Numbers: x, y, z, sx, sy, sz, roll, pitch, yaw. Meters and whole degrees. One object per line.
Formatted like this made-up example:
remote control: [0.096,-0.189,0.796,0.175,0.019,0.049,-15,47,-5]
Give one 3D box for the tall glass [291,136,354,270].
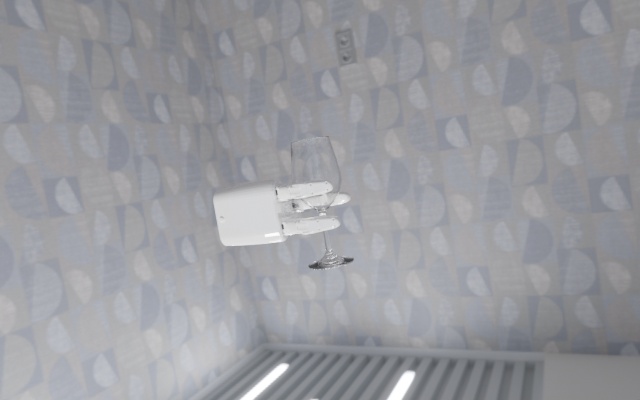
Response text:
tall glass: [0.000,0.003,0.756,0.079,0.201,0.079,-9,5,1]
